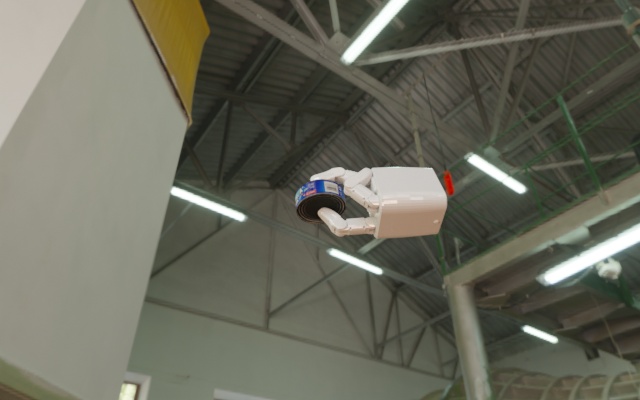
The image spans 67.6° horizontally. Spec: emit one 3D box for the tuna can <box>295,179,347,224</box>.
[{"bbox_3d":[0.000,0.002,0.812,0.086,0.033,0.086,-5,-37,-4],"label":"tuna can"}]
